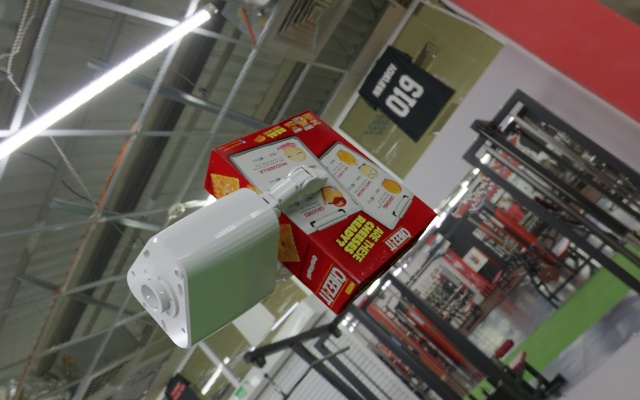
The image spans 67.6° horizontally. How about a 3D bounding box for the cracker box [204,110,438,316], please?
[{"bbox_3d":[0.000,0.002,0.548,0.213,0.072,0.164,42,45,17],"label":"cracker box"}]
